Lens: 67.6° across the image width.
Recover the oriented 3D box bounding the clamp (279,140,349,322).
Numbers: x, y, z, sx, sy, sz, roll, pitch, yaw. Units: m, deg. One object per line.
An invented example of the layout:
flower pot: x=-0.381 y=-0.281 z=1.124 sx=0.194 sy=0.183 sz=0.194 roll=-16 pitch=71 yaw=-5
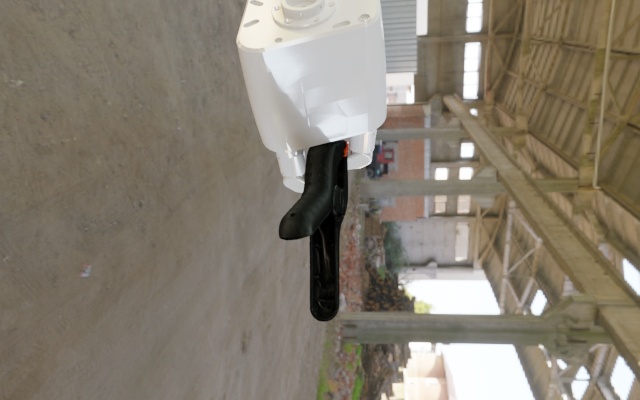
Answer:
clamp: x=0.001 y=0.001 z=0.405 sx=0.039 sy=0.171 sz=0.120 roll=-1 pitch=-36 yaw=8
